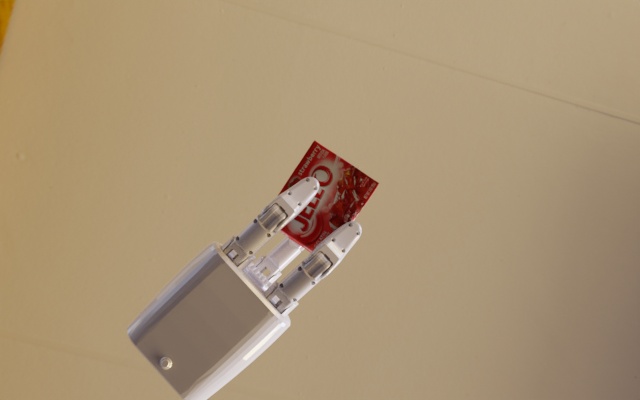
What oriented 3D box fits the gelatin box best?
[{"bbox_3d":[0.000,0.001,0.446,0.073,0.089,0.030,34,-8,1],"label":"gelatin box"}]
